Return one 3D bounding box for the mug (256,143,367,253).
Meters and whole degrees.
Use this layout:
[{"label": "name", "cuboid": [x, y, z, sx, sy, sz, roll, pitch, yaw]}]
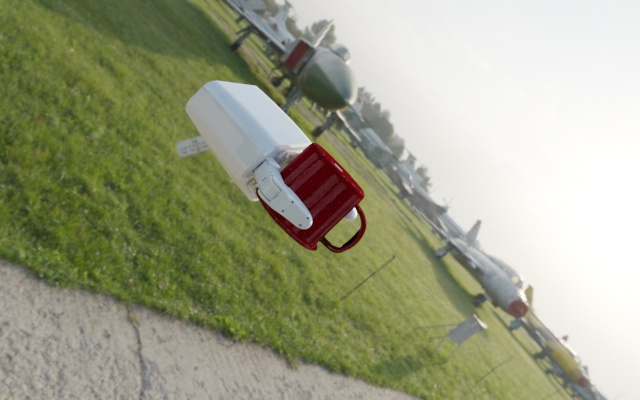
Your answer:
[{"label": "mug", "cuboid": [0.001, 0.003, 0.507, 0.081, 0.117, 0.093, -43, -11, 8]}]
